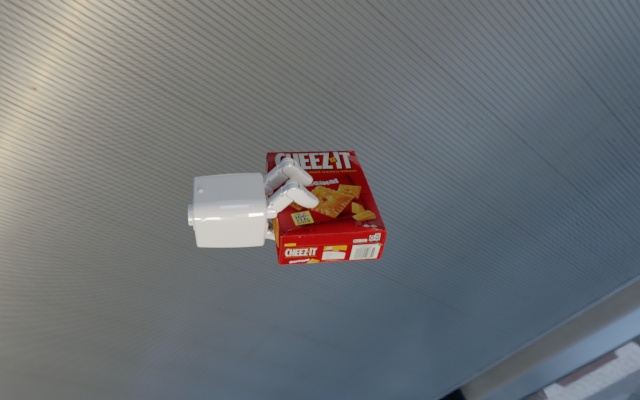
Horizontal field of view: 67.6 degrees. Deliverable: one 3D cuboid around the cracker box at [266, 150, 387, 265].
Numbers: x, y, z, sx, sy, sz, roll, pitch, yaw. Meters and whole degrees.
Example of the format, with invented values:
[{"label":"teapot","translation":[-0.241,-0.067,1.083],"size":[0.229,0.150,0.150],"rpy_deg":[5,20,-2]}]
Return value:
[{"label":"cracker box","translation":[0.000,0.003,0.785],"size":[0.164,0.072,0.213],"rpy_deg":[-2,41,-12]}]
